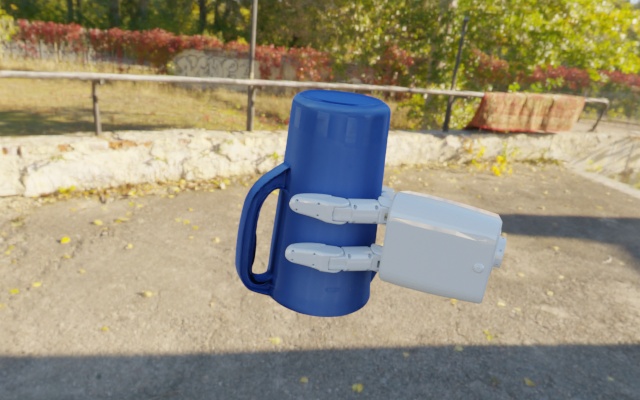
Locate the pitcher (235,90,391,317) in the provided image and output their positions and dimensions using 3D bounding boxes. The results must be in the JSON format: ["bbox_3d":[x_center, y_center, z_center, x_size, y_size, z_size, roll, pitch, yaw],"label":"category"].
[{"bbox_3d":[0.000,0.002,0.550,0.145,0.243,0.149,14,22,18],"label":"pitcher"}]
